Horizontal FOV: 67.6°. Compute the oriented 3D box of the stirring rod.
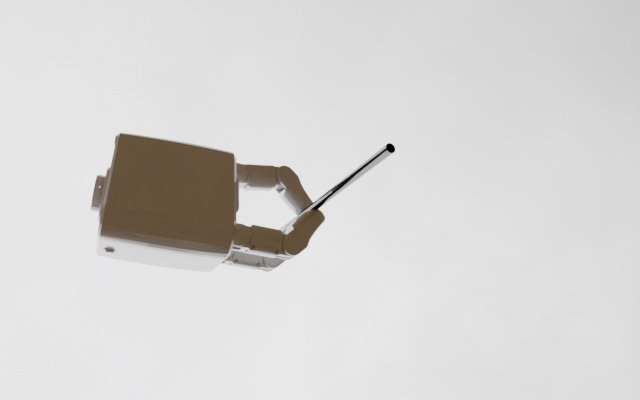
[{"bbox_3d":[0.000,0.001,0.446,0.011,0.011,0.239,0,-19,-26],"label":"stirring rod"}]
